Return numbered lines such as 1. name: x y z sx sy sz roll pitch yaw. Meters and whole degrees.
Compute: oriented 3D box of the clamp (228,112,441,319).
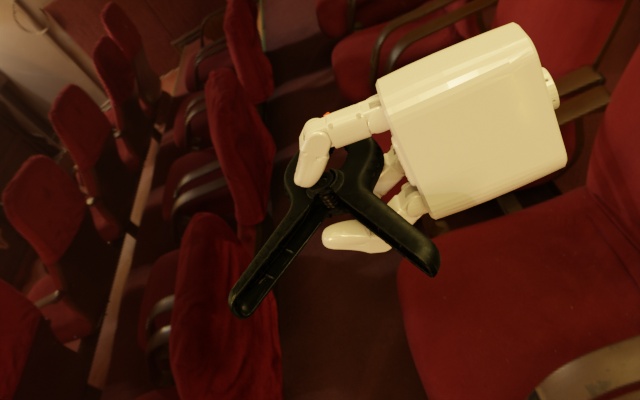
1. clamp: 0.000 0.000 0.404 0.164 0.209 0.036 -21 -49 15
